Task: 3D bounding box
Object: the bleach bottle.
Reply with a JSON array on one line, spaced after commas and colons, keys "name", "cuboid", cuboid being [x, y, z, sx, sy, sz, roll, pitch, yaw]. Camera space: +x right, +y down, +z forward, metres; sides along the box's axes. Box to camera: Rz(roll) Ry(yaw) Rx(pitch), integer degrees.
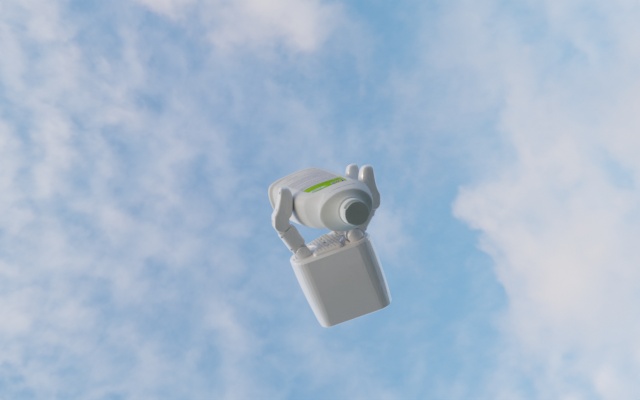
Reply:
[{"name": "bleach bottle", "cuboid": [0.000, 0.002, 0.650, 0.102, 0.068, 0.251, -26, 13, -11]}]
